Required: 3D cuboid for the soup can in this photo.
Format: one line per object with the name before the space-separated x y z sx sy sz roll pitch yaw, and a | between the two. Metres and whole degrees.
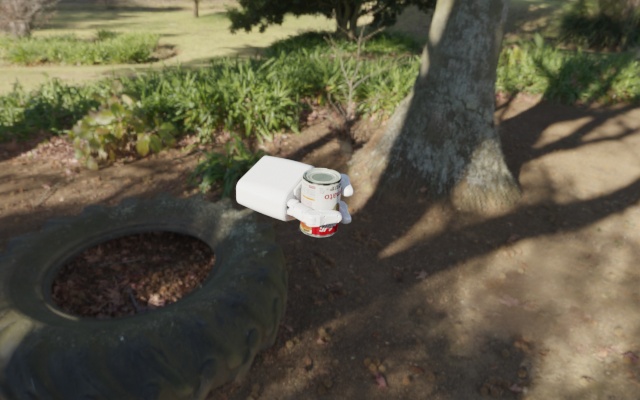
soup can | 0.001 0.003 0.825 0.068 0.102 0.068 3 27 -1
